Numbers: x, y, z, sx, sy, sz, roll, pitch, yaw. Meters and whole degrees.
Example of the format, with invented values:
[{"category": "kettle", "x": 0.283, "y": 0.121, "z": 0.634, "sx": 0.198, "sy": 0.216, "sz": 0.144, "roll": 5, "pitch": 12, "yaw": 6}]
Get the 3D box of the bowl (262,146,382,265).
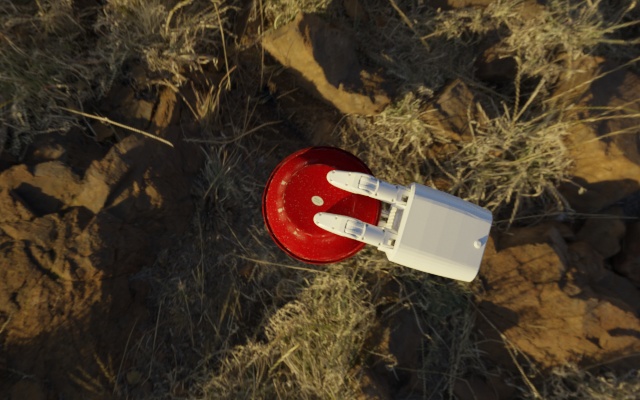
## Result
[{"category": "bowl", "x": -0.001, "y": 0.002, "z": 0.619, "sx": 0.162, "sy": 0.162, "sz": 0.055, "roll": 0, "pitch": -7, "yaw": 4}]
